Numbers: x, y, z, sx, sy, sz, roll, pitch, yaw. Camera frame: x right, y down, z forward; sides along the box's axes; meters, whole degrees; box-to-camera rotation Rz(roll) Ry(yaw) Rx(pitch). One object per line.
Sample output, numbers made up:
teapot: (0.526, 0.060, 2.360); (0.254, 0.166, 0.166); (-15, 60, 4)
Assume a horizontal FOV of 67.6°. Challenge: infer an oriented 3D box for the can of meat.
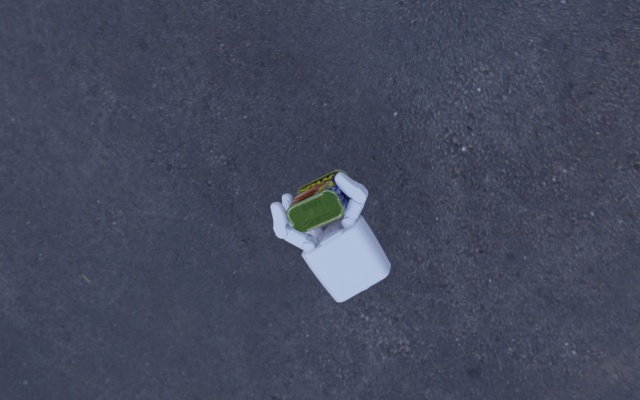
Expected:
can of meat: (0.000, 0.003, 0.786); (0.102, 0.057, 0.084); (-25, 16, 23)
